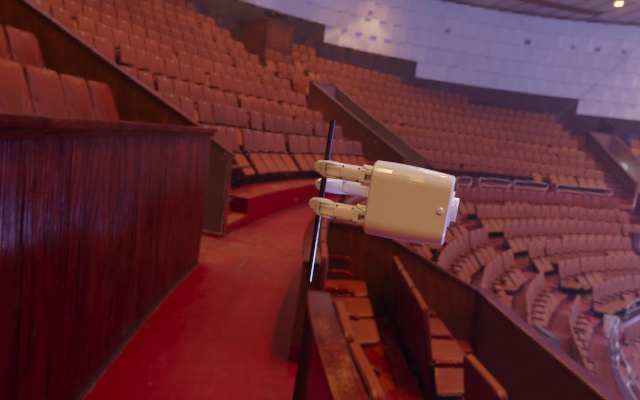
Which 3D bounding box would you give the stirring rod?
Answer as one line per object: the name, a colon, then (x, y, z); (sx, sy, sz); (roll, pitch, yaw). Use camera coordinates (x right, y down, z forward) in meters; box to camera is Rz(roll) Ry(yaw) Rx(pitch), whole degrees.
stirring rod: (0.000, 0.002, 0.700); (0.011, 0.239, 0.011); (8, 8, -1)
